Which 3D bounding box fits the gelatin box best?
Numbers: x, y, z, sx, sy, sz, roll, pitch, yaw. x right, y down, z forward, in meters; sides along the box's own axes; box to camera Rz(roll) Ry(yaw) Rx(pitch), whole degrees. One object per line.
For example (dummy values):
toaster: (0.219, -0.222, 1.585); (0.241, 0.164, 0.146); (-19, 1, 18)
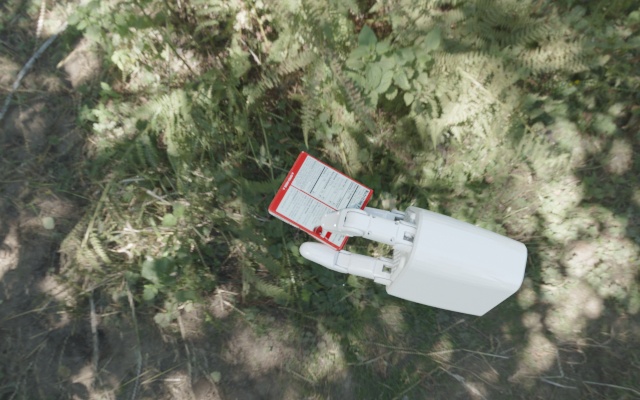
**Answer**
gelatin box: (0.000, 0.001, 0.509); (0.089, 0.073, 0.030); (29, -9, -1)
